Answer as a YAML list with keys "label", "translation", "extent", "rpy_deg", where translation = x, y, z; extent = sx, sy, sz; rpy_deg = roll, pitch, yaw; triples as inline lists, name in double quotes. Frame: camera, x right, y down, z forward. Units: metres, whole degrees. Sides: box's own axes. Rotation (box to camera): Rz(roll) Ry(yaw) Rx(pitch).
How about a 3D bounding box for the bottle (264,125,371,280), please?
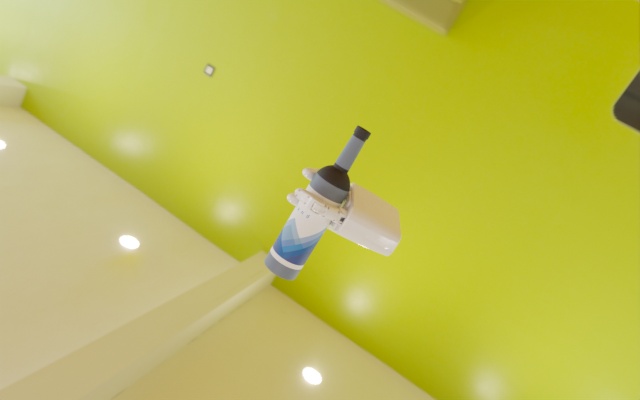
- label: "bottle"
  translation: [0.000, 0.003, 0.837]
  extent: [0.069, 0.296, 0.069]
  rpy_deg: [29, 14, -8]
